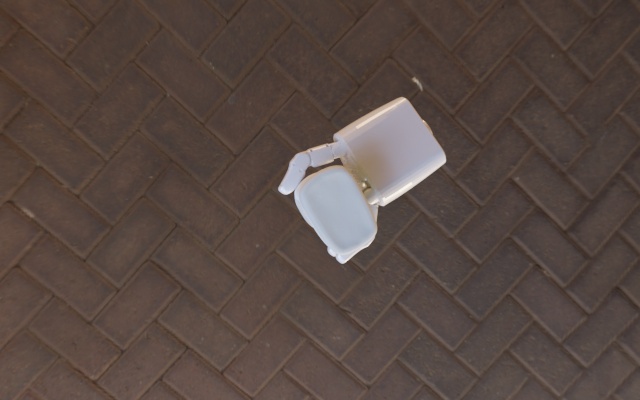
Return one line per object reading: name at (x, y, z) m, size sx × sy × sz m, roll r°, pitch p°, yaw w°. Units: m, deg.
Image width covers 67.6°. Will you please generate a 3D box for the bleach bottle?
bleach bottle at (0.000, 0.002, 0.651) m, size 0.068 × 0.102 × 0.251 m, roll -31°, pitch 10°, yaw -6°
